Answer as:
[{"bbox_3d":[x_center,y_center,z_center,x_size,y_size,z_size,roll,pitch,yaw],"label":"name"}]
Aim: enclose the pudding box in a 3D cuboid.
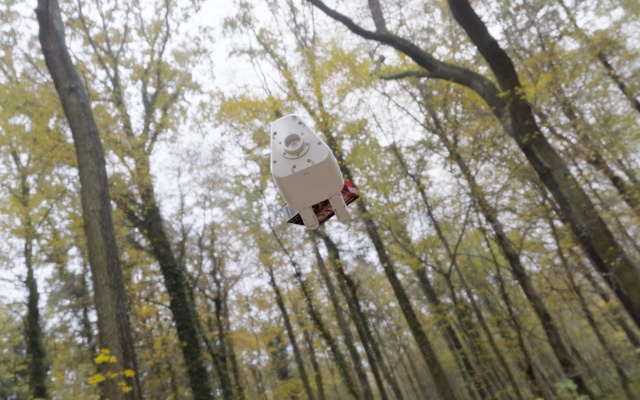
[{"bbox_3d":[0.000,0.003,0.854,0.113,0.039,0.090,-36,-30,26],"label":"pudding box"}]
